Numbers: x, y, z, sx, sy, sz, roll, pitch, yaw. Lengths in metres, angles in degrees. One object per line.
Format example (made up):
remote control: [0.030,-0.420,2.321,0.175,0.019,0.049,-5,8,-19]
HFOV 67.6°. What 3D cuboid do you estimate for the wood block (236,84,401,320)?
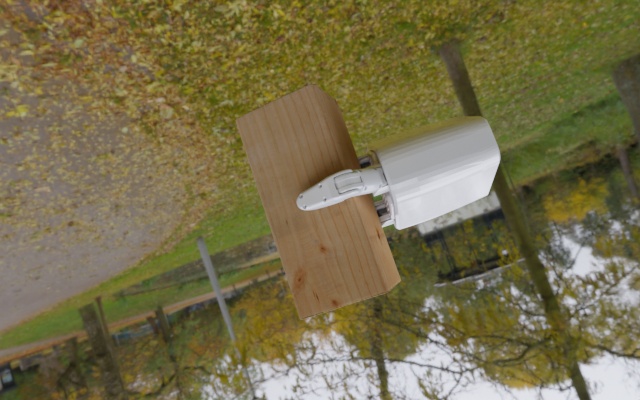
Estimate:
wood block: [0.000,0.002,0.487,0.090,0.206,0.091,-21,-8,16]
